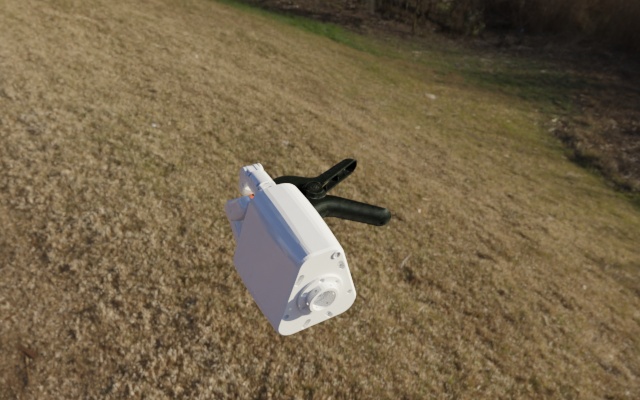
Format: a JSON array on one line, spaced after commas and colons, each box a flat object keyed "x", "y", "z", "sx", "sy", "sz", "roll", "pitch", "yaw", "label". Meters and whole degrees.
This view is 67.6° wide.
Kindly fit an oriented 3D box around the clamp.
[{"x": 0.000, "y": 0.001, "z": 0.588, "sx": 0.171, "sy": 0.039, "sz": 0.120, "roll": -17, "pitch": 42, "yaw": -25, "label": "clamp"}]
